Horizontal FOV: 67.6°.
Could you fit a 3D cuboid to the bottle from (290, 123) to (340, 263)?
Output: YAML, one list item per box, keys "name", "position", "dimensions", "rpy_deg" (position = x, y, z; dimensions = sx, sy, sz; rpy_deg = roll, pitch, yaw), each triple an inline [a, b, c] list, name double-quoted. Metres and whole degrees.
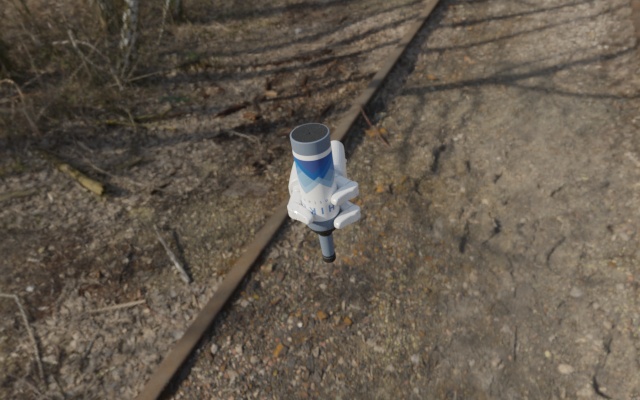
- name: "bottle"
  position: [0.000, 0.003, 0.881]
  dimensions: [0.069, 0.296, 0.069]
  rpy_deg: [-6, 38, 4]
